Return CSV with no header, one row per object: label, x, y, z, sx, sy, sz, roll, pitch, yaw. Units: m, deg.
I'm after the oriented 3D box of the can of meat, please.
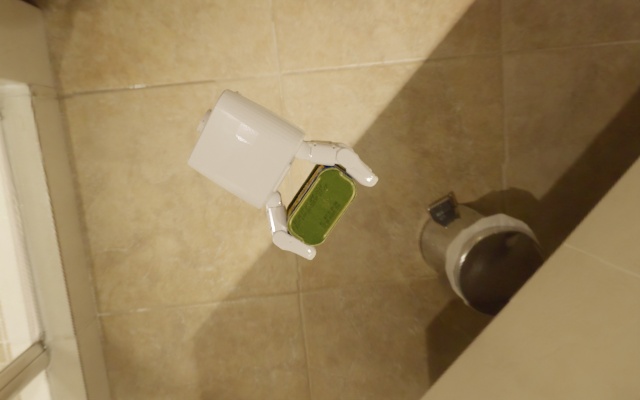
can of meat,0.000,0.002,0.598,0.057,0.102,0.084,34,6,-7
